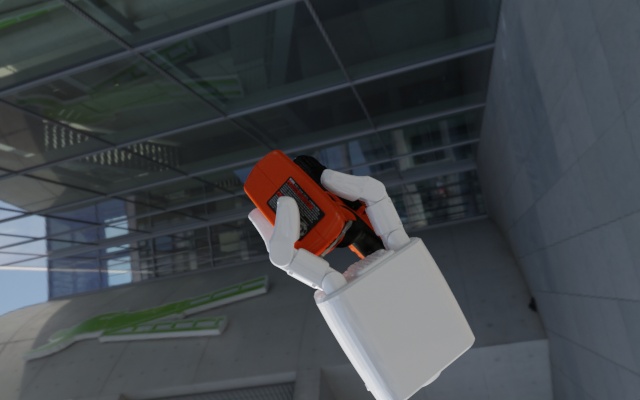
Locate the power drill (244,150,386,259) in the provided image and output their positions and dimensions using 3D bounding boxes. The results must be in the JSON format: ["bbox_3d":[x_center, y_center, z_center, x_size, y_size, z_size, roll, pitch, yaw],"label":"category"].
[{"bbox_3d":[0.000,0.002,0.514,0.184,0.057,0.188,45,13,22],"label":"power drill"}]
